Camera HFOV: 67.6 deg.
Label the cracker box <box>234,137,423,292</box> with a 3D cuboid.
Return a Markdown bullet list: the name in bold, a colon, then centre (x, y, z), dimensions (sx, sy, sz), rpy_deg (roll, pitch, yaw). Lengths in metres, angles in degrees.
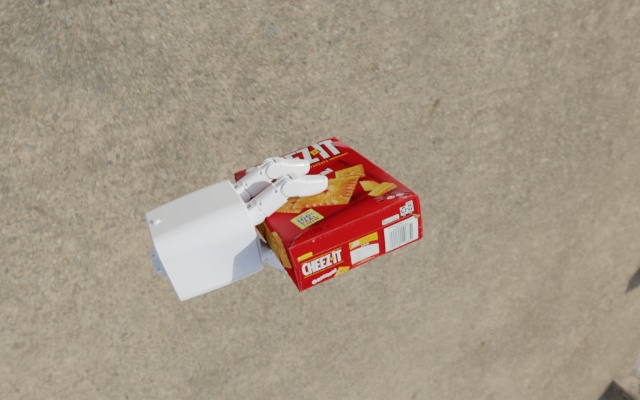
- **cracker box**: centre (0.000, 0.002, 0.605), dimensions (0.164, 0.072, 0.213), rpy_deg (-21, 33, -16)
